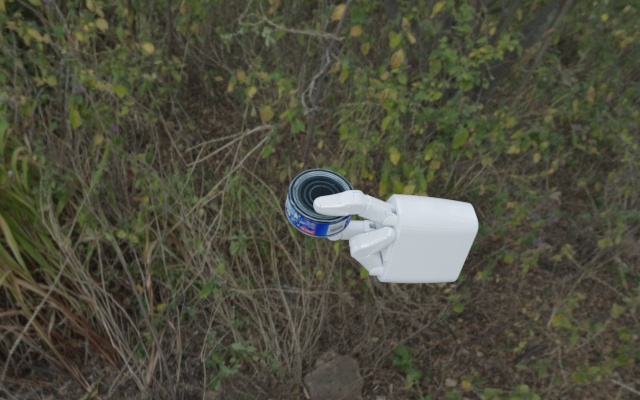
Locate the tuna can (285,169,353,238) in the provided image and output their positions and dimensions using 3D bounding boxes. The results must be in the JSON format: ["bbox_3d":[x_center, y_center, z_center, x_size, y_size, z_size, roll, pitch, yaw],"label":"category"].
[{"bbox_3d":[0.000,0.002,0.595,0.086,0.086,0.034,0,-37,-11],"label":"tuna can"}]
